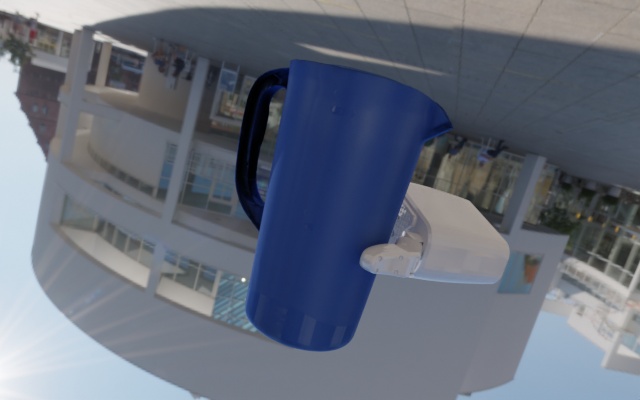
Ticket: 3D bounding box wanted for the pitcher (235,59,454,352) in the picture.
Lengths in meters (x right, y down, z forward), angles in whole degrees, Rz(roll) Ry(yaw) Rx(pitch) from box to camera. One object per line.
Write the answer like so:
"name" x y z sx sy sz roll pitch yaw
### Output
"pitcher" 0.000 0.001 0.437 0.145 0.243 0.149 10 12 -26
